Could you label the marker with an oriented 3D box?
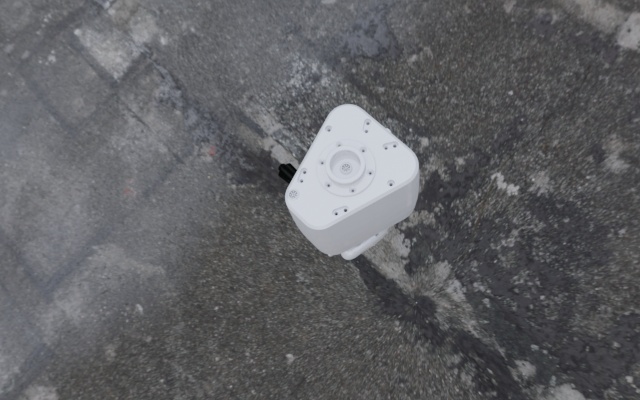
[{"bbox_3d":[0.000,0.002,0.500,0.121,0.020,0.020,42,14,16],"label":"marker"}]
